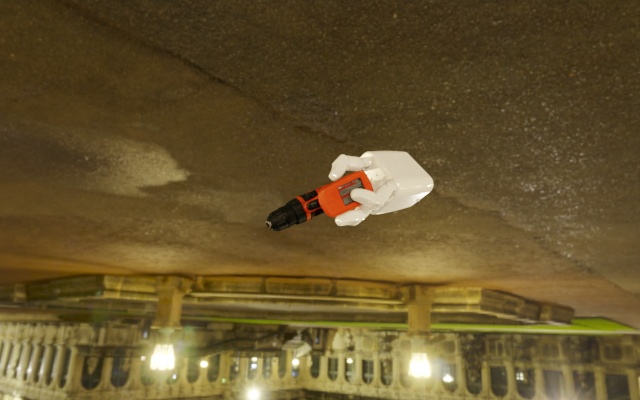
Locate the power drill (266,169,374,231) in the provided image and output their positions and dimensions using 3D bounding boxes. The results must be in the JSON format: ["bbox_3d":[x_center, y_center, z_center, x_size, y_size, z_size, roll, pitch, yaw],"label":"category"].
[{"bbox_3d":[0.001,0.003,0.892,0.184,0.057,0.187,-28,6,-23],"label":"power drill"}]
